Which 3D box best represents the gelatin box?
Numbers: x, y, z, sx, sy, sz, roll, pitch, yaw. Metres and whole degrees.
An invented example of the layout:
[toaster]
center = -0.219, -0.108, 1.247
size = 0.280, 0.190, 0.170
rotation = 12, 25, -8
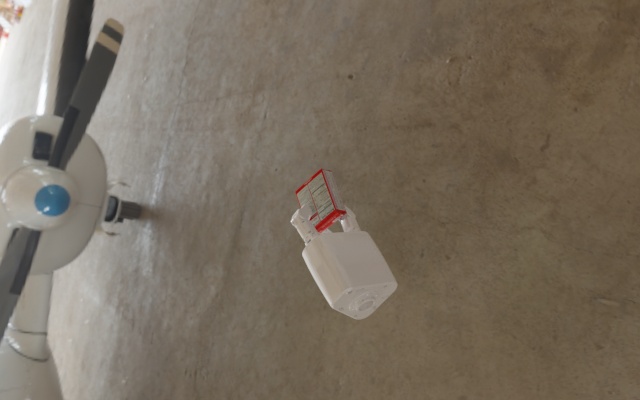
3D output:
[gelatin box]
center = 0.000, 0.002, 0.813
size = 0.030, 0.089, 0.073
rotation = 11, -40, -43
